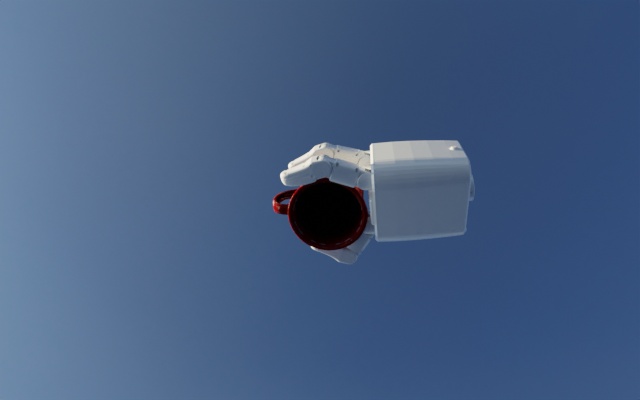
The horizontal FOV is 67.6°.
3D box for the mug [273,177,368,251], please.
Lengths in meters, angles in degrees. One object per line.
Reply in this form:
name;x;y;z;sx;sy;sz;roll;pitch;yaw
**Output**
mug;-0.001;0.002;0.590;0.117;0.093;0.081;-2;23;7
